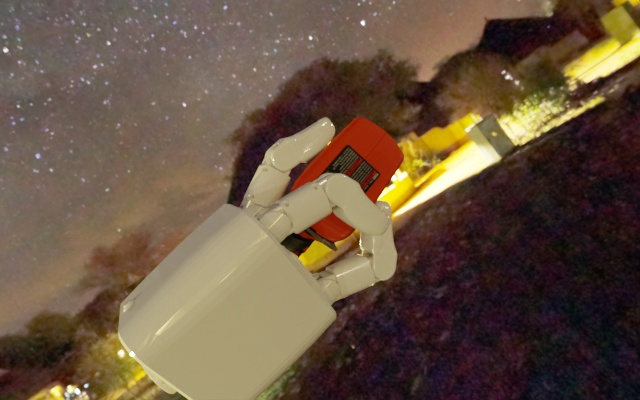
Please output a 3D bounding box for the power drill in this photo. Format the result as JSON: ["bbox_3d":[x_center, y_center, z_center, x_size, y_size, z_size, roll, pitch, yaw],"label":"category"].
[{"bbox_3d":[0.000,0.001,0.442,0.057,0.184,0.188,39,-29,-3],"label":"power drill"}]
